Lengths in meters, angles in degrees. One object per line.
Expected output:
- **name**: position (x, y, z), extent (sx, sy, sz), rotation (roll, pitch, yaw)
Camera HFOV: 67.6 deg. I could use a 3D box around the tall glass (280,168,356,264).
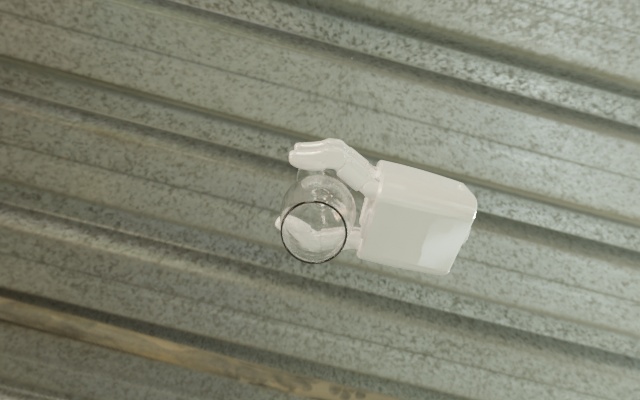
- **tall glass**: position (0.000, 0.002, 0.530), extent (0.079, 0.079, 0.201), rotation (0, 16, 4)
